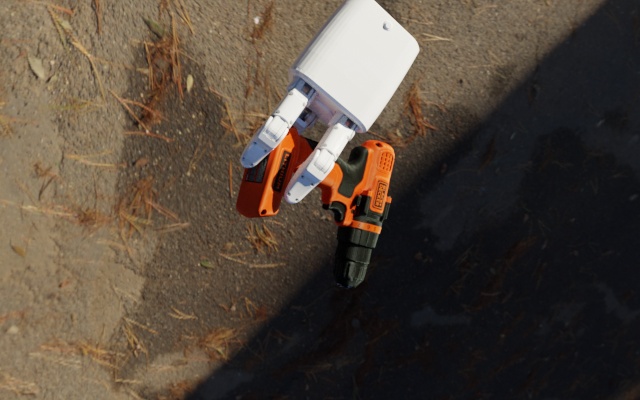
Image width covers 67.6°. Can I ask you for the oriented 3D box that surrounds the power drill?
[{"bbox_3d":[0.000,0.001,0.545,0.188,0.184,0.057,17,-7,-40],"label":"power drill"}]
